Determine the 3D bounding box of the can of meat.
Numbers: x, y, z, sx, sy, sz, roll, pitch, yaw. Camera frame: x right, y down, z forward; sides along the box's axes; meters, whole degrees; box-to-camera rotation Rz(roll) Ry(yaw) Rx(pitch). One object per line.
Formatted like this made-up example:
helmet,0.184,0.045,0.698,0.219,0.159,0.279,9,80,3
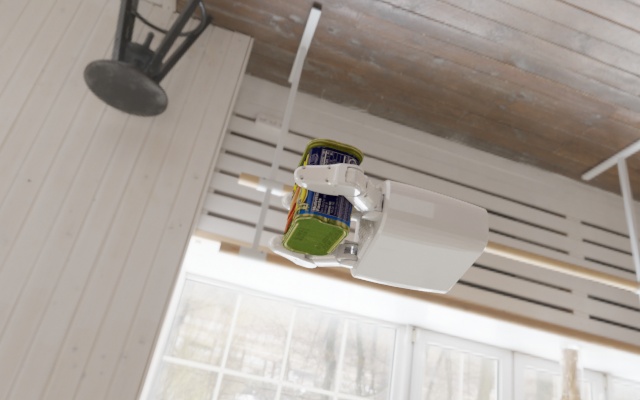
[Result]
can of meat,0.000,0.002,0.477,0.057,0.084,0.102,15,-26,-9
